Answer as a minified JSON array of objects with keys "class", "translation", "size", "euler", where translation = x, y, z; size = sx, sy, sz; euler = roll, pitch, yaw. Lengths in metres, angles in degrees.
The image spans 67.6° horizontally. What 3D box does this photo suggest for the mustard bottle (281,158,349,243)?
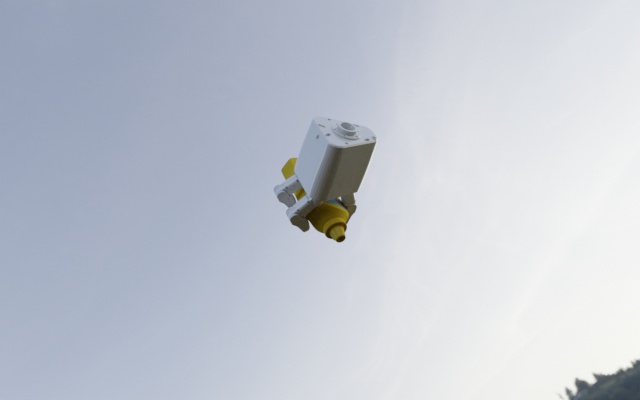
[{"class":"mustard bottle","translation":[0.000,0.003,0.856],"size":[0.096,0.058,0.191],"euler":[24,26,-41]}]
